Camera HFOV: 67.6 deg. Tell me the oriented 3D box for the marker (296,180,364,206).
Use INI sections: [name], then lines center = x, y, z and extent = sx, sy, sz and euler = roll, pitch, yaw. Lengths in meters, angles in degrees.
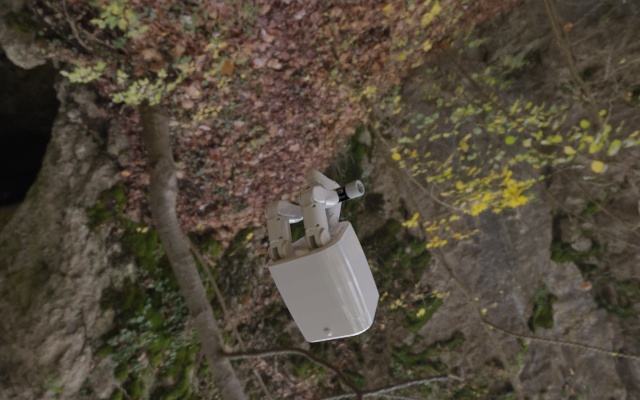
[marker]
center = 0.000, 0.002, 0.599
extent = 0.121, 0.020, 0.020
euler = -20, -12, 34
